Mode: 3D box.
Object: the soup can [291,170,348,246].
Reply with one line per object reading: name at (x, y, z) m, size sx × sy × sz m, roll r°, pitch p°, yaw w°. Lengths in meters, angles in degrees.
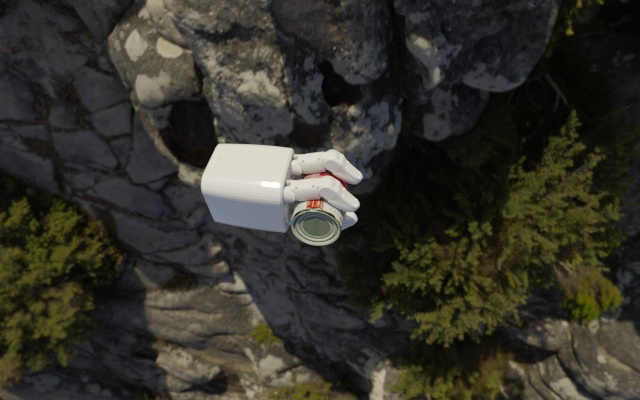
soup can at (0.001, 0.002, 0.647) m, size 0.068 × 0.069 × 0.102 m, roll 0°, pitch 42°, yaw 10°
